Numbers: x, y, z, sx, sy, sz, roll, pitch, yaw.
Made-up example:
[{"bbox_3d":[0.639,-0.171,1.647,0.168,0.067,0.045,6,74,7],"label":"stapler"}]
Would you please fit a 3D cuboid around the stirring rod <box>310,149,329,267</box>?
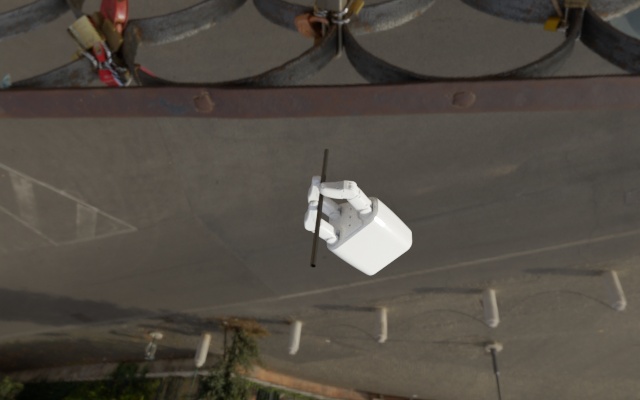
[{"bbox_3d":[0.000,0.002,0.751,0.011,0.239,0.011,4,-41,3],"label":"stirring rod"}]
